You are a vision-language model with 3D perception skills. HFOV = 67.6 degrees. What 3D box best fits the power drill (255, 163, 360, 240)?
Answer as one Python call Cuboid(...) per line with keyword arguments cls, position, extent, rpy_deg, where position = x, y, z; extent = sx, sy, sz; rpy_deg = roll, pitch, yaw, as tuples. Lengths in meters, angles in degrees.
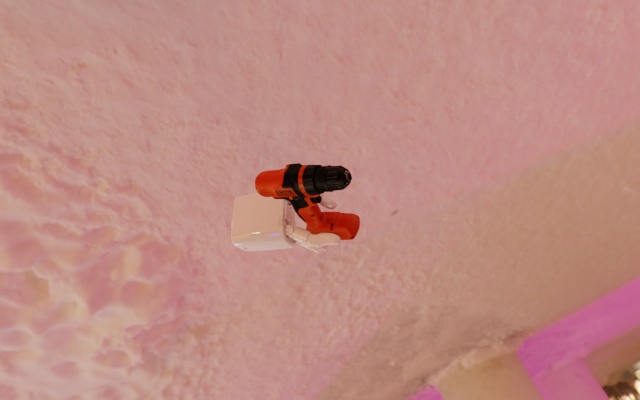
Cuboid(cls="power drill", position=(0.000, 0.003, 0.852), extent=(0.184, 0.057, 0.188), rpy_deg=(-1, -35, 33))
